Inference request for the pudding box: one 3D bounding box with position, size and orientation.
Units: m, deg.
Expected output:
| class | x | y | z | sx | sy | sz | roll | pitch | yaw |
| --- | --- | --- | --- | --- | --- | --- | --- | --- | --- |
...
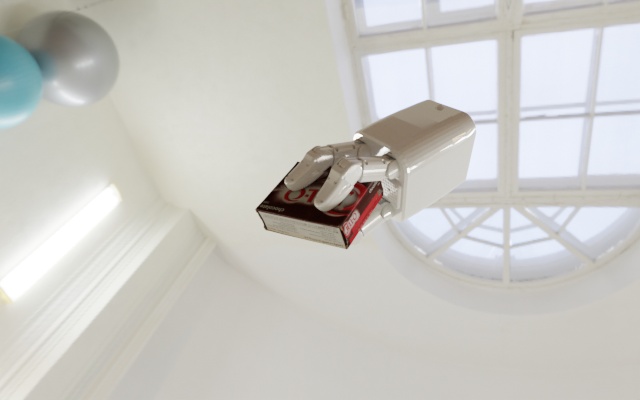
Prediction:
| class | x | y | z | sx | sy | sz | roll | pitch | yaw |
| --- | --- | --- | --- | --- | --- | --- | --- | --- | --- |
| pudding box | 0.000 | 0.002 | 0.525 | 0.113 | 0.039 | 0.090 | 8 | 43 | 34 |
